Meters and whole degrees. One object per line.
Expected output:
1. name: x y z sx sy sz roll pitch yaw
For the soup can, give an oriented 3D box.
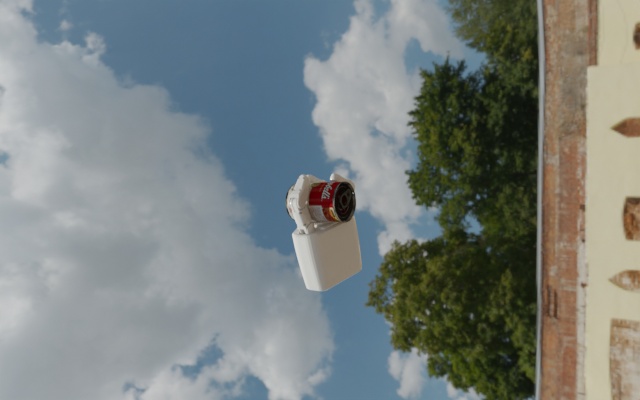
1. soup can: 0.000 0.002 0.813 0.102 0.068 0.068 0 0 35
